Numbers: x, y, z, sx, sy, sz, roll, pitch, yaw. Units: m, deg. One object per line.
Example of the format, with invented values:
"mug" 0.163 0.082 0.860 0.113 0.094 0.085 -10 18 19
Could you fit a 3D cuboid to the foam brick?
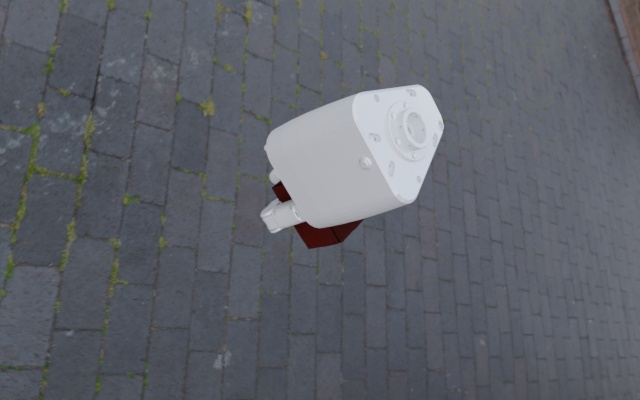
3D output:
"foam brick" 0.000 0.002 0.479 0.051 0.078 0.053 -16 20 47
